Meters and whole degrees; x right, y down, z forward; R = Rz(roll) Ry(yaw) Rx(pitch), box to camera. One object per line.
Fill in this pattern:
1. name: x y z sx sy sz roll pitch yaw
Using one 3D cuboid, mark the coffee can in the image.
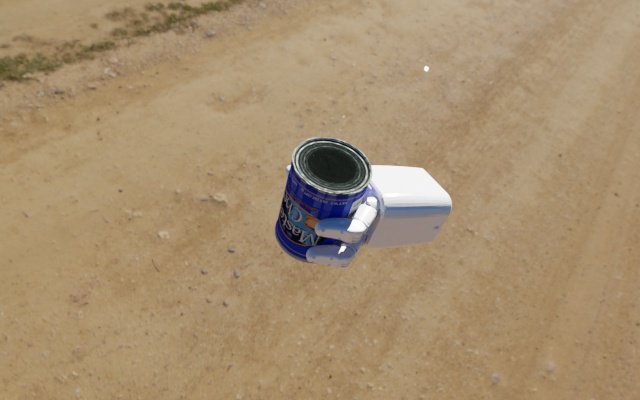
1. coffee can: 0.000 0.002 0.635 0.103 0.102 0.140 0 -42 -17
